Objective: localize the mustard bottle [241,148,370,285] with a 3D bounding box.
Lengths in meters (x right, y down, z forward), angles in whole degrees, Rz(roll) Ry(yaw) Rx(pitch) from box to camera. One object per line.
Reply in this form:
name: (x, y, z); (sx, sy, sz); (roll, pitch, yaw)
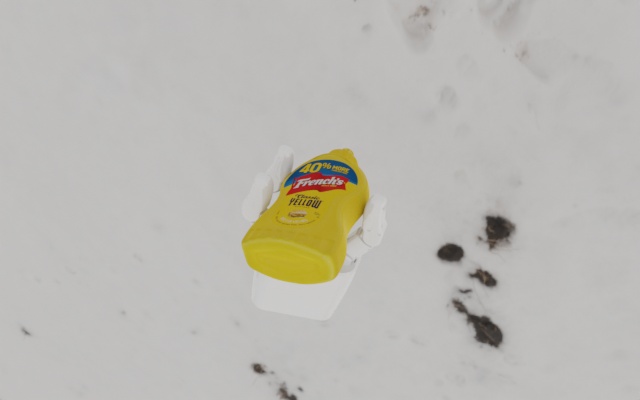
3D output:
mustard bottle: (0.000, 0.002, 0.507); (0.096, 0.058, 0.191); (5, 38, 22)
